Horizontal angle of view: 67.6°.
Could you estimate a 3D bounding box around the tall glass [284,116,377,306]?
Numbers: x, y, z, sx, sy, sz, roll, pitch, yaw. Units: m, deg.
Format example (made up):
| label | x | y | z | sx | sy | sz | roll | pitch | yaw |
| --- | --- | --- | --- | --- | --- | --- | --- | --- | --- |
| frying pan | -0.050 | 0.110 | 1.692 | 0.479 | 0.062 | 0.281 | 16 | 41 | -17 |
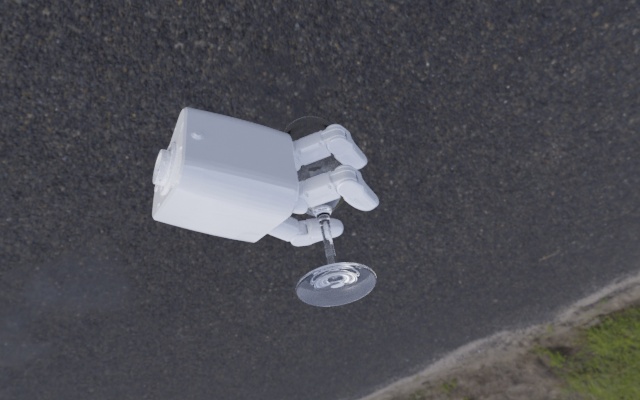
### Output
| label | x | y | z | sx | sy | sz | roll | pitch | yaw |
| --- | --- | --- | --- | --- | --- | --- | --- | --- | --- |
| tall glass | 0.000 | 0.002 | 0.493 | 0.079 | 0.200 | 0.079 | -6 | -39 | -5 |
